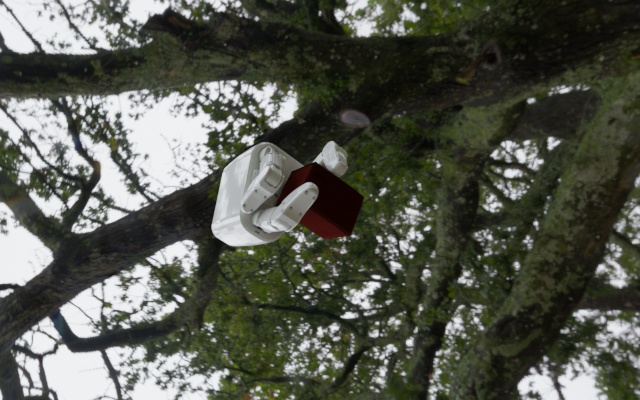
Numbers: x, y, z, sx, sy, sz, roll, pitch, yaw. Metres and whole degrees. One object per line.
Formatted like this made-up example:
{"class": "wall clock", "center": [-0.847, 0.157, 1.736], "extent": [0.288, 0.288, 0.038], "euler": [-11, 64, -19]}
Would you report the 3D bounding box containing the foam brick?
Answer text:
{"class": "foam brick", "center": [0.000, 0.002, 0.543], "extent": [0.078, 0.053, 0.051], "euler": [35, -27, -23]}
